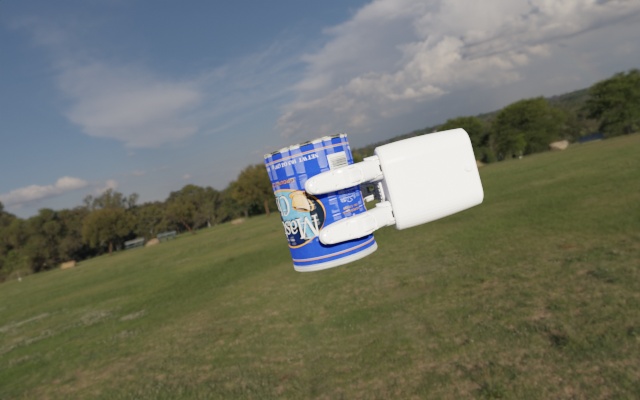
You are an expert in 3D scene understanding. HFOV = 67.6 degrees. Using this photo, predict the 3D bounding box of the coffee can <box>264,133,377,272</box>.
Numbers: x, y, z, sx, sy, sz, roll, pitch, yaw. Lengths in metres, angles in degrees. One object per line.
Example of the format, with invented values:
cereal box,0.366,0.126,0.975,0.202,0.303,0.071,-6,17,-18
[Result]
coffee can,0.000,0.002,0.568,0.103,0.140,0.103,-15,3,1
